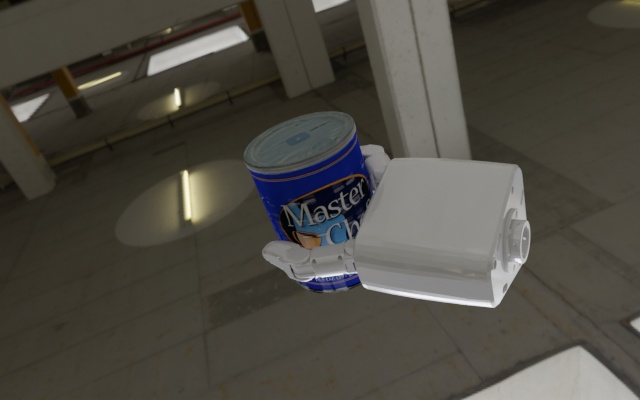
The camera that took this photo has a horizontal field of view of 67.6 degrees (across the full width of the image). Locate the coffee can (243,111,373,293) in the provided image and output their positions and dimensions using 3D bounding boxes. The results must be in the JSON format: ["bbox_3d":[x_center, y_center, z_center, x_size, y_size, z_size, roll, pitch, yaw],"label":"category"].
[{"bbox_3d":[0.000,0.001,0.453,0.103,0.140,0.102,-14,30,9],"label":"coffee can"}]
